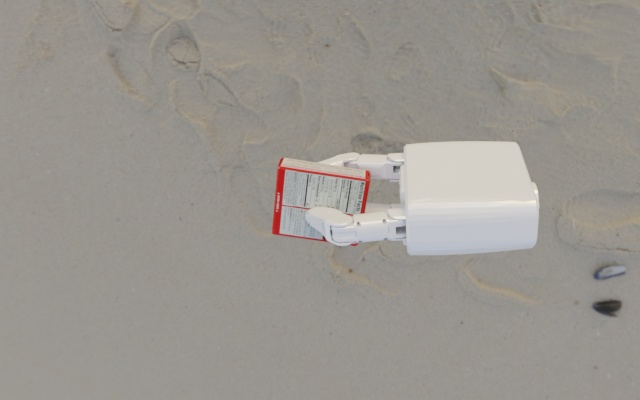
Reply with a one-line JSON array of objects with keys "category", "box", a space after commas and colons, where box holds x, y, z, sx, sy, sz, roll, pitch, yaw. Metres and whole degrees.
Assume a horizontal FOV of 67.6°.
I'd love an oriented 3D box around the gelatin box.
[{"category": "gelatin box", "box": [0.000, 0.002, 0.467, 0.089, 0.073, 0.030, 8, 25, 1]}]
